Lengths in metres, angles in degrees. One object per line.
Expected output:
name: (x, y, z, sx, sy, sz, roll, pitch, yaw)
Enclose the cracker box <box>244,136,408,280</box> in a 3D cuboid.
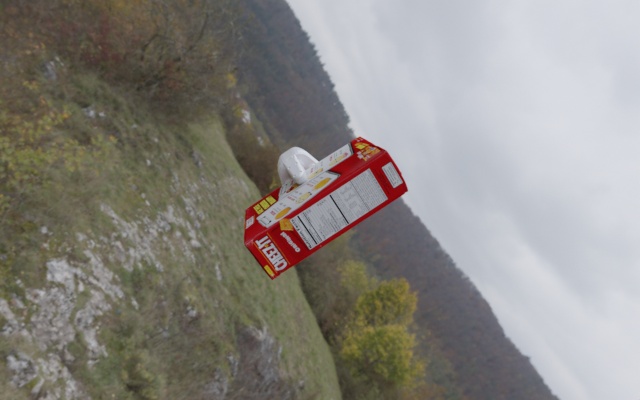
cracker box: (0.000, 0.002, 0.670, 0.214, 0.072, 0.164, -34, 16, 1)
